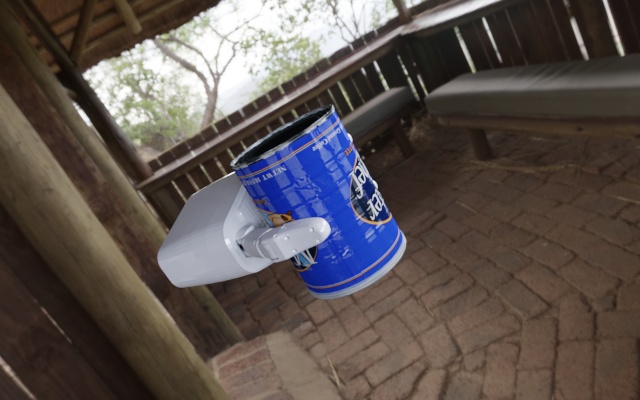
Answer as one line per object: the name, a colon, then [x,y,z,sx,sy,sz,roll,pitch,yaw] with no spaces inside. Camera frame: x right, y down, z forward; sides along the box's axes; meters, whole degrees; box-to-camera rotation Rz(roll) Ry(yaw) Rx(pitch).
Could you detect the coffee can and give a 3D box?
coffee can: [0.000,0.002,0.427,0.103,0.140,0.102,-28,17,9]
